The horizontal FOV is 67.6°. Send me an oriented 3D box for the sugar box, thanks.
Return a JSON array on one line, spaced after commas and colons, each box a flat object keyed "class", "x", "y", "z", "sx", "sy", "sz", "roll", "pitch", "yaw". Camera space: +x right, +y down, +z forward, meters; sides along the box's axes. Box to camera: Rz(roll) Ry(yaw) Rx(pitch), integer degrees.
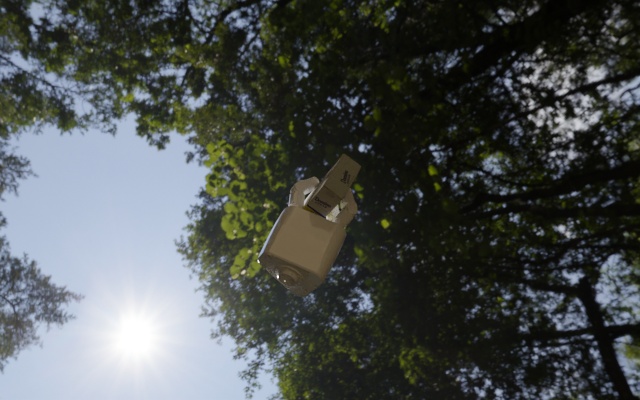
[{"class": "sugar box", "x": 0.000, "y": 0.003, "z": 0.850, "sx": 0.048, "sy": 0.093, "sz": 0.176, "roll": 37, "pitch": -41, "yaw": -6}]
